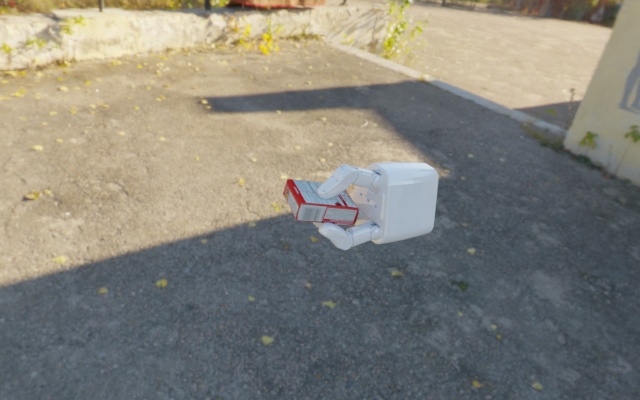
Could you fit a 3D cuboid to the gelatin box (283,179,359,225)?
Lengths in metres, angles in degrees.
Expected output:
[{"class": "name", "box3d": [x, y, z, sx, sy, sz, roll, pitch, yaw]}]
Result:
[{"class": "gelatin box", "box3d": [0.000, 0.002, 0.666, 0.089, 0.030, 0.073, 6, 27, -24]}]
